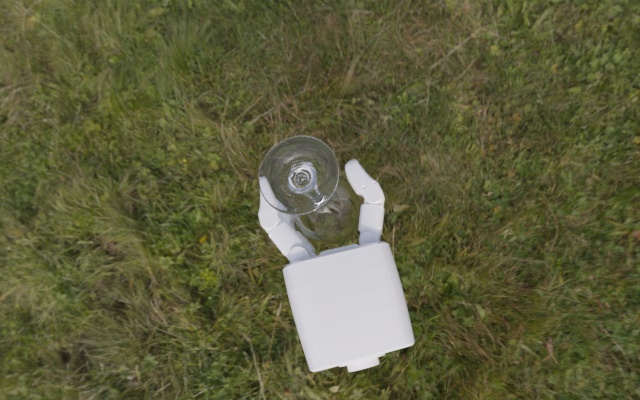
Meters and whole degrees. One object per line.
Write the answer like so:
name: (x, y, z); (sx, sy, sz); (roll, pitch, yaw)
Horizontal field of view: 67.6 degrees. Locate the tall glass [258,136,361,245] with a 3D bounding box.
tall glass: (0.000, 0.001, 0.519); (0.079, 0.079, 0.201); (0, -14, 12)
